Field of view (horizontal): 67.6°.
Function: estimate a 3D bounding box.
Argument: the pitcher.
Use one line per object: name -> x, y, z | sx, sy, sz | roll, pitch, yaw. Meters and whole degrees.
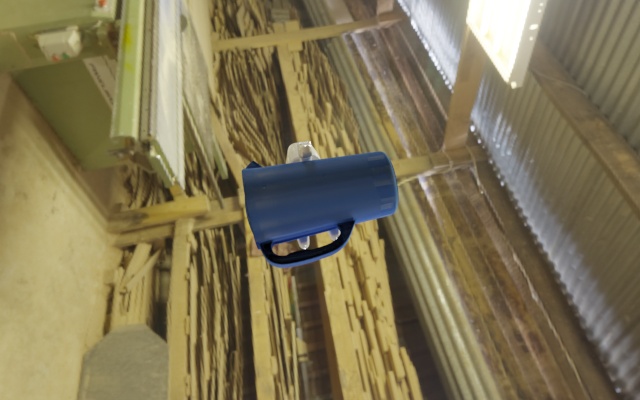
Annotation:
pitcher -> 0.000, 0.002, 0.778 | 0.243, 0.149, 0.145 | -11, 22, -4
